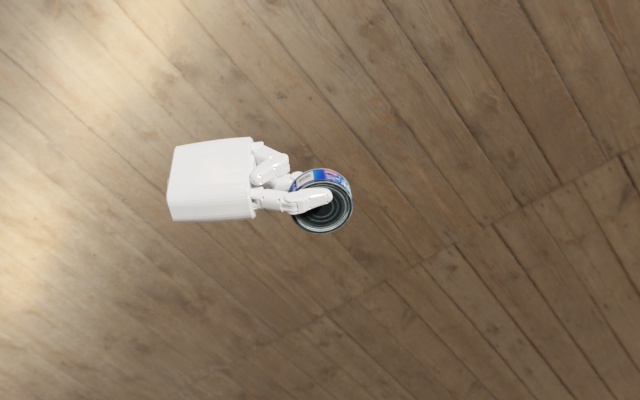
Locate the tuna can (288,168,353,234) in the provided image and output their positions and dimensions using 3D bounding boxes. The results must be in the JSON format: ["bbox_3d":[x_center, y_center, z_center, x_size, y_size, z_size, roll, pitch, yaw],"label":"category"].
[{"bbox_3d":[0.000,0.002,0.636,0.086,0.086,0.033,0,32,-6],"label":"tuna can"}]
